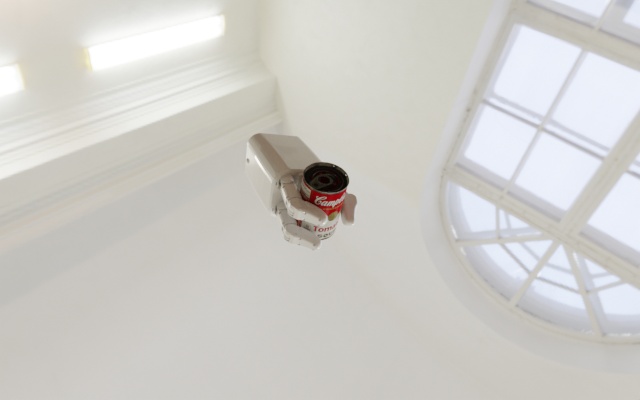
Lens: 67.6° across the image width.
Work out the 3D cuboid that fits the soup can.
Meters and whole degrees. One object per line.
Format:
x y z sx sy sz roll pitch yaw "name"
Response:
0.000 0.003 0.720 0.068 0.102 0.068 7 43 -6 "soup can"
